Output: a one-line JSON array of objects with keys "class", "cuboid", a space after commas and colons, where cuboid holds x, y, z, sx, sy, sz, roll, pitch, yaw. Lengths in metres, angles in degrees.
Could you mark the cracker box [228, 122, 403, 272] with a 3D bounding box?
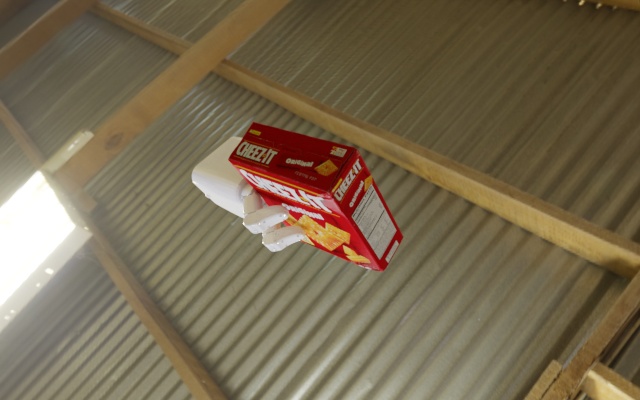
[{"class": "cracker box", "cuboid": [0.000, 0.002, 0.634, 0.164, 0.072, 0.214, 19, -21, 34]}]
